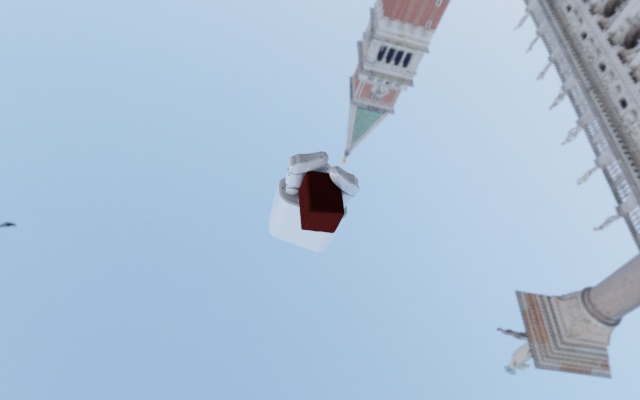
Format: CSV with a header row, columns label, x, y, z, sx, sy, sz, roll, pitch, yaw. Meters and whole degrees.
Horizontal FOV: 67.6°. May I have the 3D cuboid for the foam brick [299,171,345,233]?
label,x,y,z,sx,sy,sz,roll,pitch,yaw
foam brick,0.000,0.002,0.708,0.053,0.078,0.051,8,-41,-16
